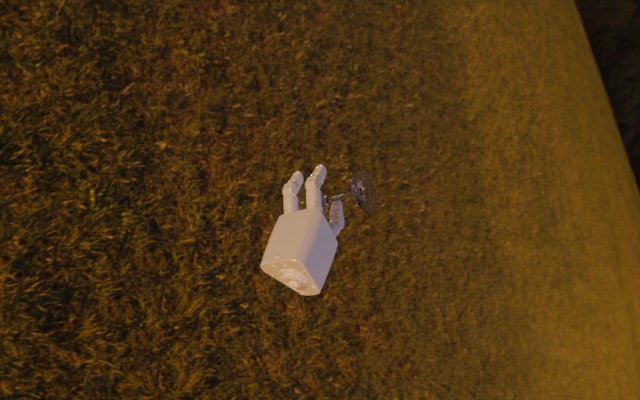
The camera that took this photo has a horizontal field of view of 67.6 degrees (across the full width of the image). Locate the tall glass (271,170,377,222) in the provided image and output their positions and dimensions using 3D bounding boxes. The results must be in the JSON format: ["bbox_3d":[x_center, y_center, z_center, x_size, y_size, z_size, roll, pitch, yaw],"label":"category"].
[{"bbox_3d":[0.001,0.003,0.882,0.201,0.079,0.079,-14,-9,38],"label":"tall glass"}]
